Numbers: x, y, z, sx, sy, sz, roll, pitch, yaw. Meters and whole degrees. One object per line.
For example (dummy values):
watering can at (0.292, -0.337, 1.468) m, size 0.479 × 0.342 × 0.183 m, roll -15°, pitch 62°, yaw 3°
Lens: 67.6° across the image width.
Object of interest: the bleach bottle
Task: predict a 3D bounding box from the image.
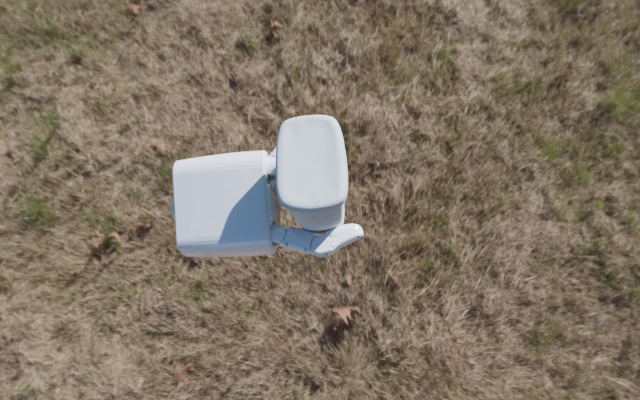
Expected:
bleach bottle at (0.000, 0.002, 0.562) m, size 0.068 × 0.102 × 0.251 m, roll -4°, pitch -20°, yaw 3°
